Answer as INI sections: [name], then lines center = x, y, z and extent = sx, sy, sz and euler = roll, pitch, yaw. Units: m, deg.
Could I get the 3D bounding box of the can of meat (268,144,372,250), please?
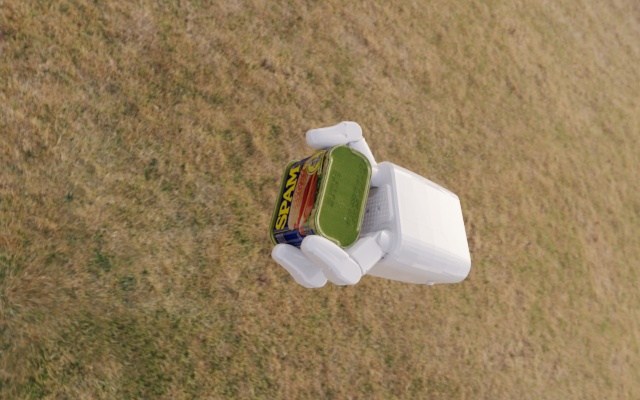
[can of meat]
center = 0.000, 0.001, 0.470
extent = 0.057, 0.102, 0.084
euler = 24, -22, -29
